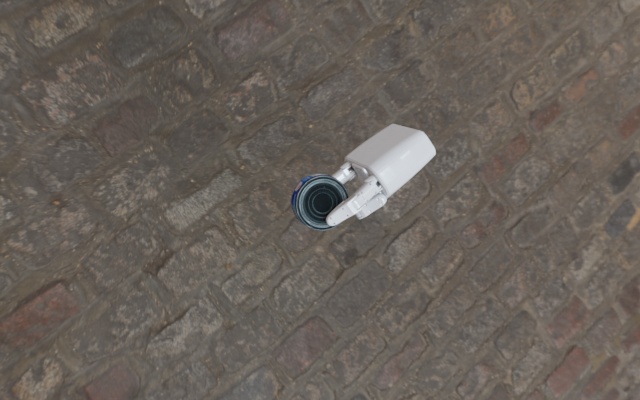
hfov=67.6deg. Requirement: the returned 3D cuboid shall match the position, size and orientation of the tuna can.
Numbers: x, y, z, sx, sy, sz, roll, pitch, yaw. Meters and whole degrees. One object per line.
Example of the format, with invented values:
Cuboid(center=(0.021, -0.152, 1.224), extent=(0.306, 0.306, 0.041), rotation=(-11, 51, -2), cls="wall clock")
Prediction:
Cuboid(center=(0.000, 0.002, 0.725), extent=(0.086, 0.086, 0.033), rotation=(0, 7, -15), cls="tuna can")
